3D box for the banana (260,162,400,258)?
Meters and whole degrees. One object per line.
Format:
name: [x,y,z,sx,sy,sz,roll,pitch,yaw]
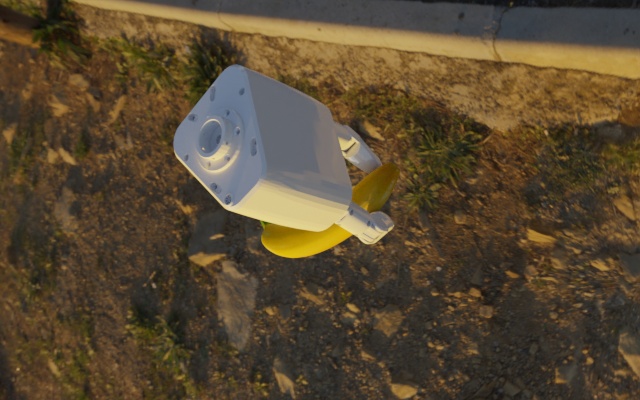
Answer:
banana: [0.000,0.020,0.506,0.198,0.069,0.037,-20,-22,35]
